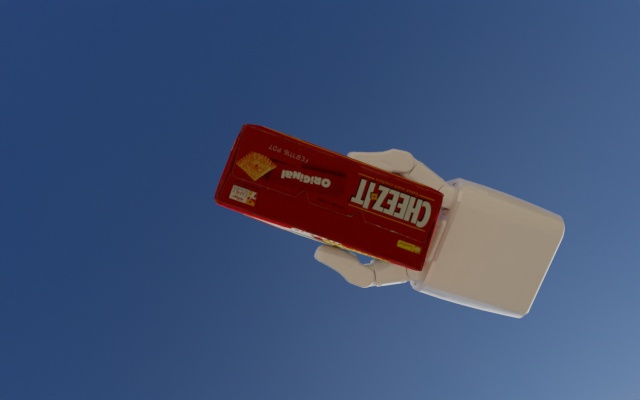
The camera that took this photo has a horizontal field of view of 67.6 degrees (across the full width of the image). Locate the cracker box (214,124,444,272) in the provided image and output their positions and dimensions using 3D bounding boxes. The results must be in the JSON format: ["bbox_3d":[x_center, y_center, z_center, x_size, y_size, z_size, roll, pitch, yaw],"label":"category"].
[{"bbox_3d":[0.000,0.002,0.454,0.164,0.072,0.214,19,-5,-4],"label":"cracker box"}]
